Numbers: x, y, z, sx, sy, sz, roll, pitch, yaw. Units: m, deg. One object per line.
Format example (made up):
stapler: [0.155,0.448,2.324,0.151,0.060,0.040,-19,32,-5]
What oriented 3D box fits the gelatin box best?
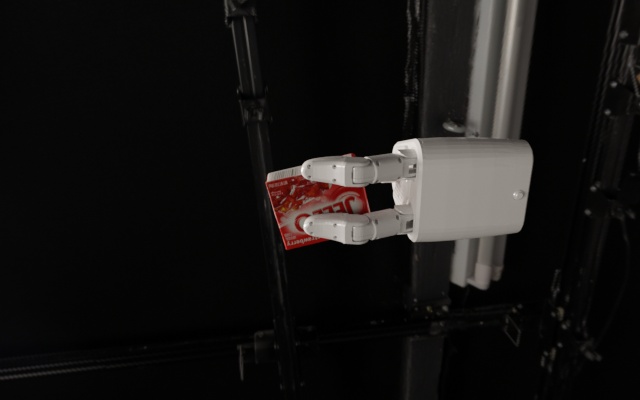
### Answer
gelatin box: [0.000,0.001,0.459,0.089,0.073,0.030,-13,22,5]
